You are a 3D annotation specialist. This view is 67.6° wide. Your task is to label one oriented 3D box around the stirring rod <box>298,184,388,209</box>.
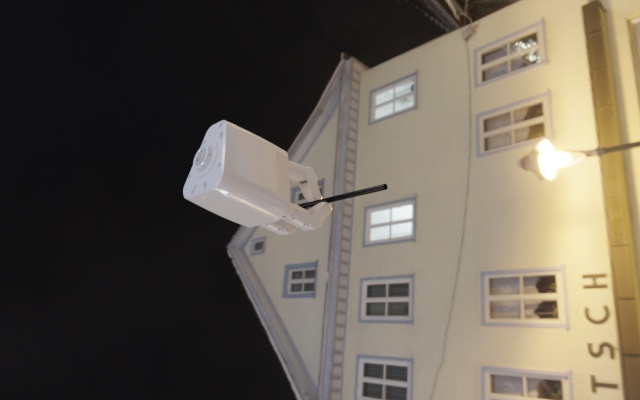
[{"bbox_3d":[0.000,0.002,0.699,0.011,0.011,0.239,0,-10,-45],"label":"stirring rod"}]
